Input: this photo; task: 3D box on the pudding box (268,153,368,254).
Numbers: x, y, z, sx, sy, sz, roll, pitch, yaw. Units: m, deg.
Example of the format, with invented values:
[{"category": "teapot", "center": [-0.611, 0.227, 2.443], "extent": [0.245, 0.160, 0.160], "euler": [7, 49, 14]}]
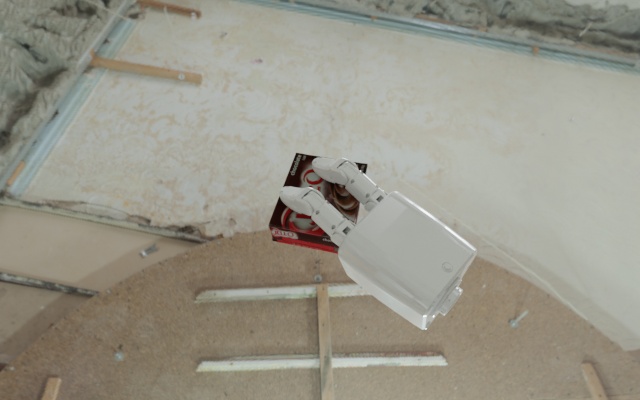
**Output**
[{"category": "pudding box", "center": [0.000, 0.002, 0.550], "extent": [0.090, 0.113, 0.039], "euler": [10, -38, 10]}]
